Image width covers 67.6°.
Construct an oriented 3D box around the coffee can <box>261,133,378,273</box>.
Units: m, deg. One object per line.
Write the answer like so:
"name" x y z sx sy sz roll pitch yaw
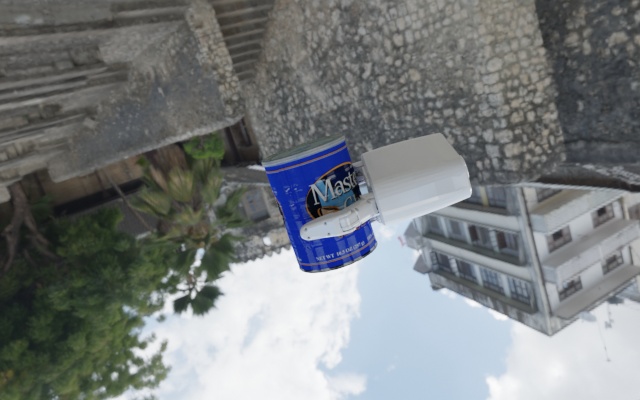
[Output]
"coffee can" 0.000 0.002 0.576 0.103 0.140 0.102 -18 12 4
